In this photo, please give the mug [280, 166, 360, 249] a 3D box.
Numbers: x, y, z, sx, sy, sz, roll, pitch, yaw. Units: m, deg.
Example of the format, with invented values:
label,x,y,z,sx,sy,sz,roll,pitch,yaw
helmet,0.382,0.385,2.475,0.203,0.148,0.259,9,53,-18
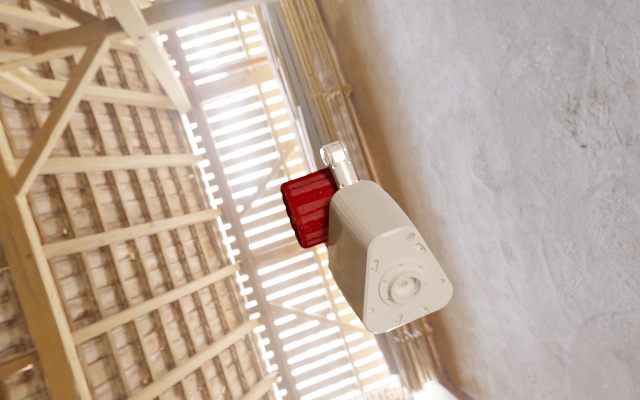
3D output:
label,x,y,z,sx,sy,sz,roll,pitch,yaw
mug,-0.001,0.001,0.566,0.081,0.093,0.117,-19,25,-9
